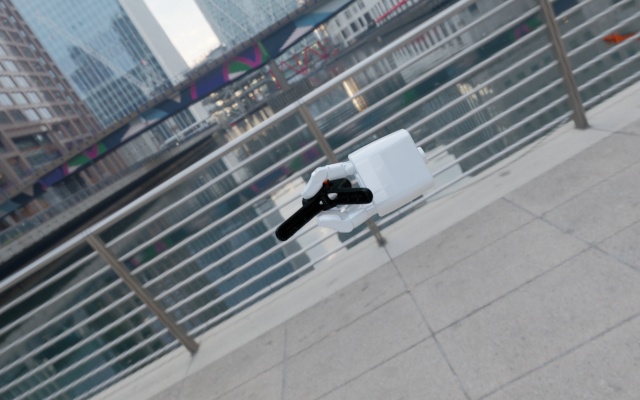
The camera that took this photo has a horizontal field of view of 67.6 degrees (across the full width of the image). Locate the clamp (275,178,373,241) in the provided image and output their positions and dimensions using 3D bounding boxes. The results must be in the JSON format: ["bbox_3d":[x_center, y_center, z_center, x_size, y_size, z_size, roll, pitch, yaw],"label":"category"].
[{"bbox_3d":[0.000,0.002,0.819,0.164,0.036,0.210,-25,14,3],"label":"clamp"}]
